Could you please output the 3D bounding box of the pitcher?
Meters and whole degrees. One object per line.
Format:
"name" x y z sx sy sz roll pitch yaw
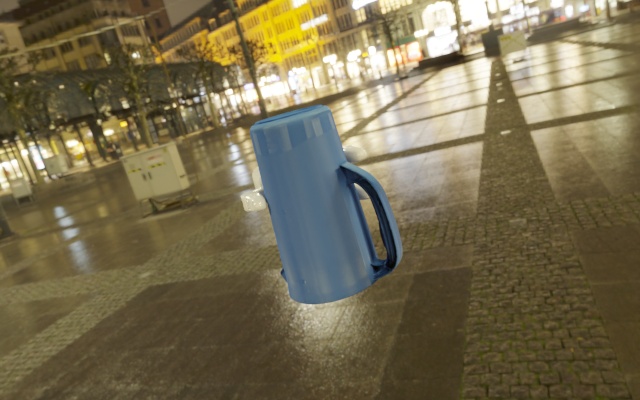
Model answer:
"pitcher" 0.000 0.002 0.629 0.149 0.243 0.145 -18 14 -12
